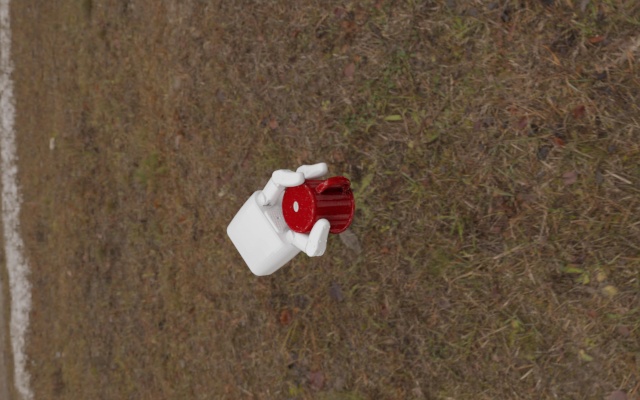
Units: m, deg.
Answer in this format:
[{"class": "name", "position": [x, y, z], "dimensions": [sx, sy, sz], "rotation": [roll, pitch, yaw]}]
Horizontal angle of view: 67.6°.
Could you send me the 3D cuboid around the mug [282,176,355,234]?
[{"class": "mug", "position": [0.001, 0.002, 0.741], "dimensions": [0.081, 0.093, 0.117], "rotation": [-2, -32, -42]}]
